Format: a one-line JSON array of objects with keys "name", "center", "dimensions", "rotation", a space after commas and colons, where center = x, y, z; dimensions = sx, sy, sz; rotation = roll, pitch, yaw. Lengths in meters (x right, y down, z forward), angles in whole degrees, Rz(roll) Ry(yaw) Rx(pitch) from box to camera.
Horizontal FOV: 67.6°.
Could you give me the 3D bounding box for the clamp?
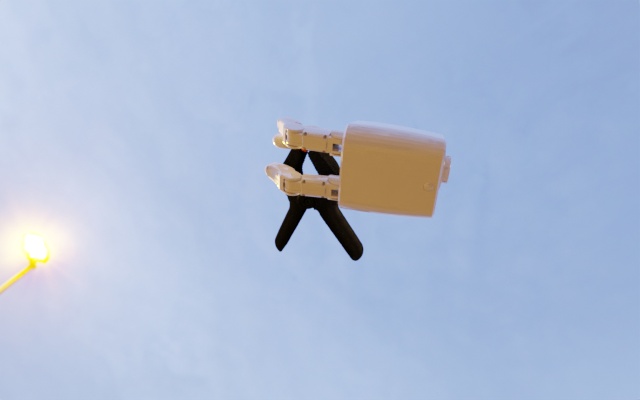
[{"name": "clamp", "center": [0.000, 0.001, 0.589], "dimensions": [0.120, 0.172, 0.039], "rotation": [9, 31, 11]}]
